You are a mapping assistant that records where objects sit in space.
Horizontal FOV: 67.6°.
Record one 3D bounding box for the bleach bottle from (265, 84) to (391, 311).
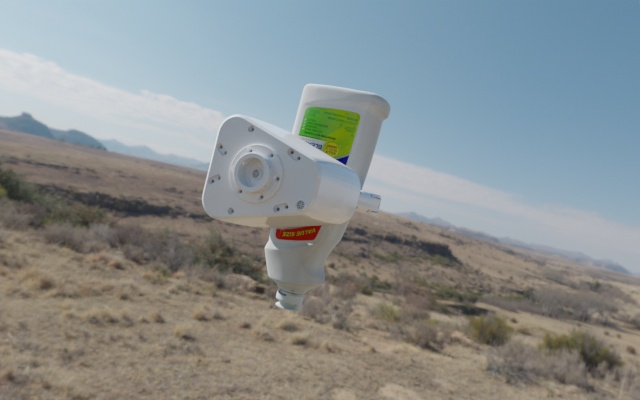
[{"bbox_3d":[0.000,0.002,0.541,0.102,0.251,0.068,14,1,21],"label":"bleach bottle"}]
